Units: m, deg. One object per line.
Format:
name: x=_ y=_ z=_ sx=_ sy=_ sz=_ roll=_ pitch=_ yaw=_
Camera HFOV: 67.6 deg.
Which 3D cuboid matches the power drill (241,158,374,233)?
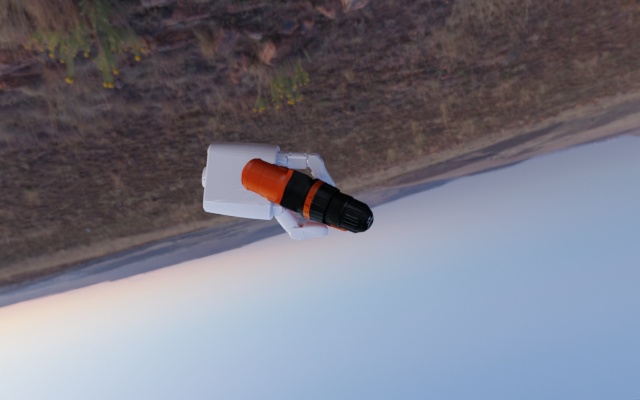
power drill: x=0.000 y=0.002 z=0.674 sx=0.184 sy=0.057 sz=0.188 roll=24 pitch=-2 yaw=17
